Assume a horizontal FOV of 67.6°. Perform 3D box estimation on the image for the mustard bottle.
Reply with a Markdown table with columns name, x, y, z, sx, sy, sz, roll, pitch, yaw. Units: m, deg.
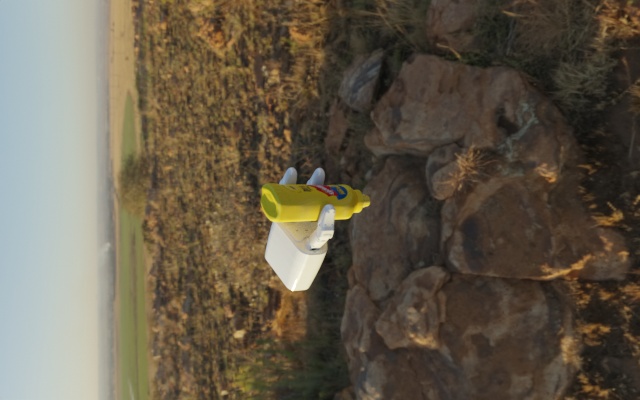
| name | x | y | z | sx | sy | sz | roll | pitch | yaw |
| --- | --- | --- | --- | --- | --- | --- | --- | --- | --- |
| mustard bottle | 0.000 | 0.002 | 0.829 | 0.191 | 0.058 | 0.096 | 0 | 18 | -26 |
